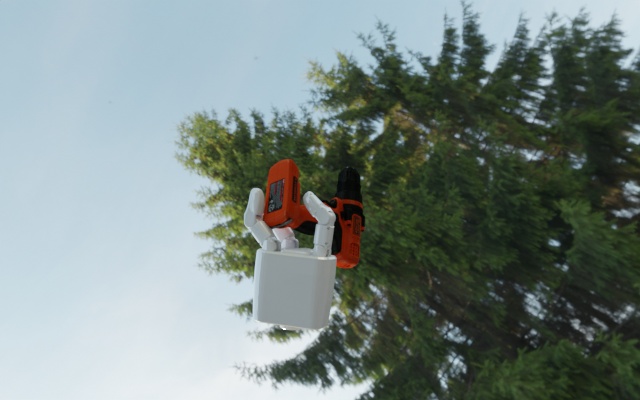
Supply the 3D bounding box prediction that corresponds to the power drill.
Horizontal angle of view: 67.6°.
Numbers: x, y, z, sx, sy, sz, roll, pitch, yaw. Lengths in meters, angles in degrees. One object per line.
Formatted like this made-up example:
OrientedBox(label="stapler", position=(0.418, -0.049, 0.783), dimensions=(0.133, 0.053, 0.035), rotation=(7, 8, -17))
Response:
OrientedBox(label="power drill", position=(0.000, 0.003, 0.781), dimensions=(0.188, 0.184, 0.057), rotation=(25, -33, -38))
